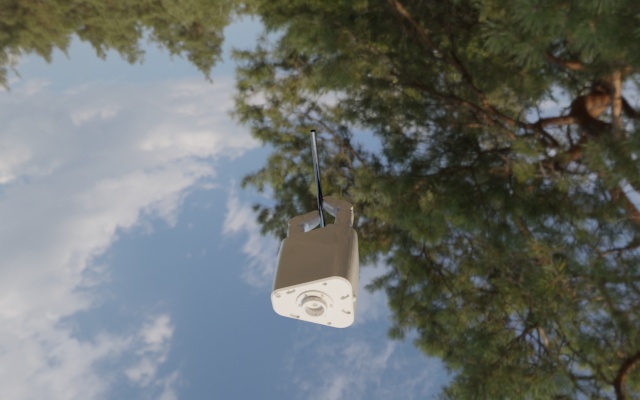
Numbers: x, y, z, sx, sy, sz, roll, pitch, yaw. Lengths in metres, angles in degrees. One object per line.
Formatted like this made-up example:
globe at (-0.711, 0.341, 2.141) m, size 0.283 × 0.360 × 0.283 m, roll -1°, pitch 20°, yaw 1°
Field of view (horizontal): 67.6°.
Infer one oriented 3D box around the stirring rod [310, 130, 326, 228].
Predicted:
stirring rod at (0.000, 0.002, 0.731) m, size 0.011 × 0.240 × 0.011 m, roll -4°, pitch 34°, yaw 3°
